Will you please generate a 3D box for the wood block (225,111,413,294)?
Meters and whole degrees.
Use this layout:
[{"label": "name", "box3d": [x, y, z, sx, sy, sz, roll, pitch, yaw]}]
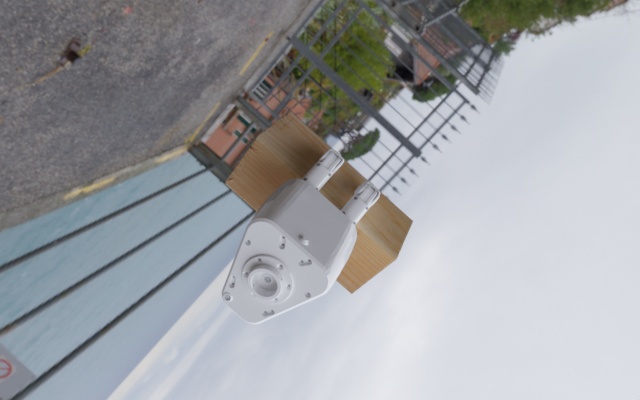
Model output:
[{"label": "wood block", "box3d": [0.000, 0.002, 0.587, 0.091, 0.206, 0.090, -46, 3, 37]}]
